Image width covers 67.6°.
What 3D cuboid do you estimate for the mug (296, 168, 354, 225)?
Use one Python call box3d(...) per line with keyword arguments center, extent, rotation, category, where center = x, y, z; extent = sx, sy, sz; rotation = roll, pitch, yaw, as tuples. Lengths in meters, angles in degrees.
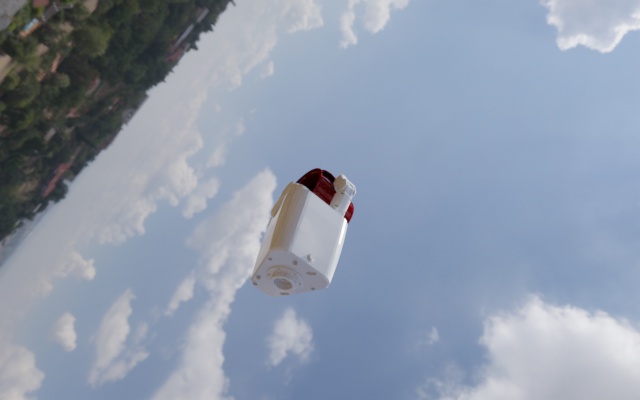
box3d(center=(0.001, 0.002, 0.747), extent=(0.081, 0.117, 0.093), rotation=(41, -45, -21), category="mug")
